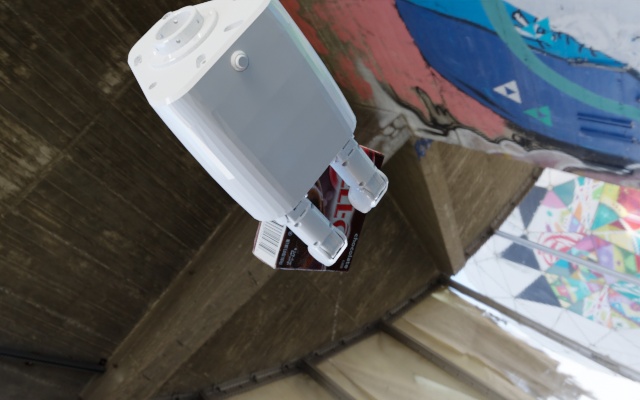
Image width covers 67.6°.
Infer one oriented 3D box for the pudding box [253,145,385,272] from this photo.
[{"bbox_3d":[0.000,0.001,0.401,0.090,0.113,0.039,12,10,-45],"label":"pudding box"}]
